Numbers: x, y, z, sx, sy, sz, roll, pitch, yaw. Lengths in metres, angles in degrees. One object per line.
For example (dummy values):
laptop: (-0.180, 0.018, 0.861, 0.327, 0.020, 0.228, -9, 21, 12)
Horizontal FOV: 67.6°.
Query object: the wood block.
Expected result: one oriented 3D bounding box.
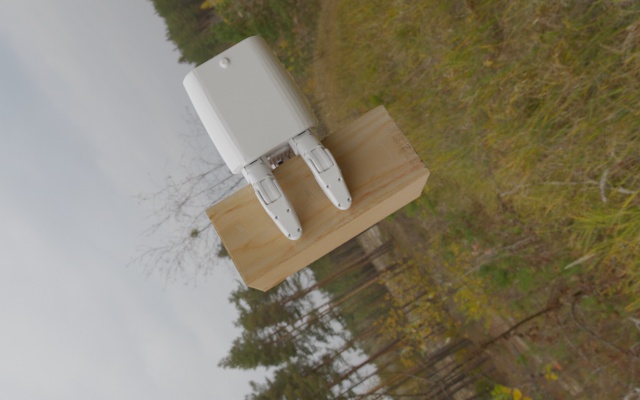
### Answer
wood block: (0.000, 0.001, 0.505, 0.206, 0.090, 0.091, -31, -14, -3)
